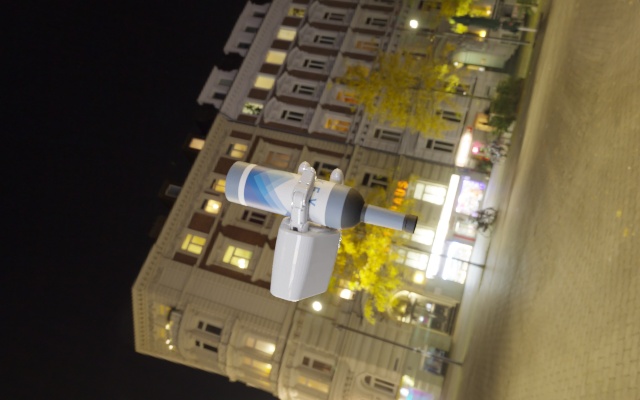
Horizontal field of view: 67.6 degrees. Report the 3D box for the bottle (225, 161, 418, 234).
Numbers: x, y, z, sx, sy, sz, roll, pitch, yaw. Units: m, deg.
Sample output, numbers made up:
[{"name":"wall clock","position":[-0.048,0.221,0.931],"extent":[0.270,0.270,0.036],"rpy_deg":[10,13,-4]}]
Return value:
[{"name":"bottle","position":[0.000,0.002,0.729],"extent":[0.295,0.069,0.069],"rpy_deg":[14,4,16]}]
